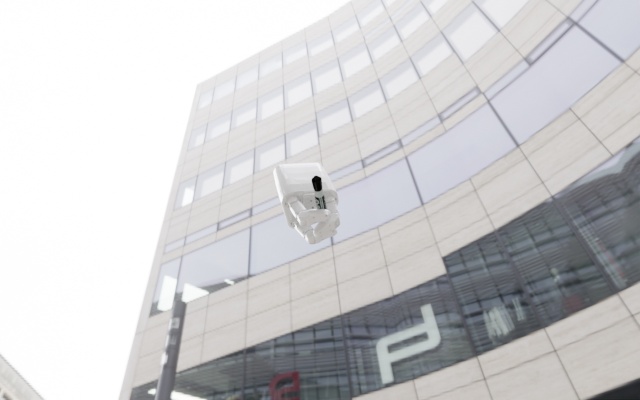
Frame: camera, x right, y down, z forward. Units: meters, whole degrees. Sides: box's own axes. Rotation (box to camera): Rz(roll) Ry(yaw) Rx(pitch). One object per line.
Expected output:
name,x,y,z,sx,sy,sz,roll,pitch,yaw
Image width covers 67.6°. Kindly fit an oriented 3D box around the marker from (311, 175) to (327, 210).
marker,0.000,0.003,0.881,0.020,0.121,0.020,-6,42,5
